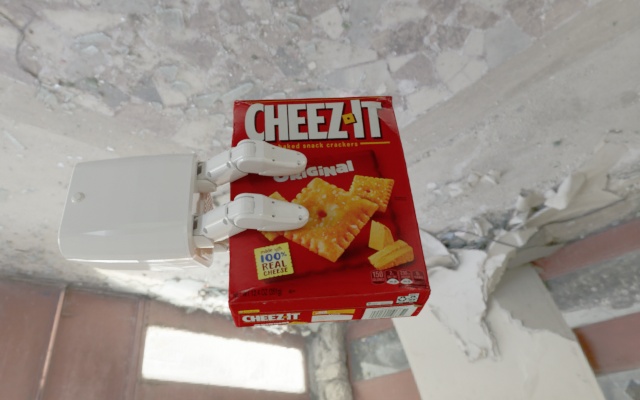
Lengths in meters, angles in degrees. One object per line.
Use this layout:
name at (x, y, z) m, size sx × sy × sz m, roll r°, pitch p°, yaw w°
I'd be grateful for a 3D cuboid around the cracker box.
cracker box at (0.000, 0.002, 0.447) m, size 0.164 × 0.213 × 0.072 m, roll -2°, pitch -31°, yaw -4°
